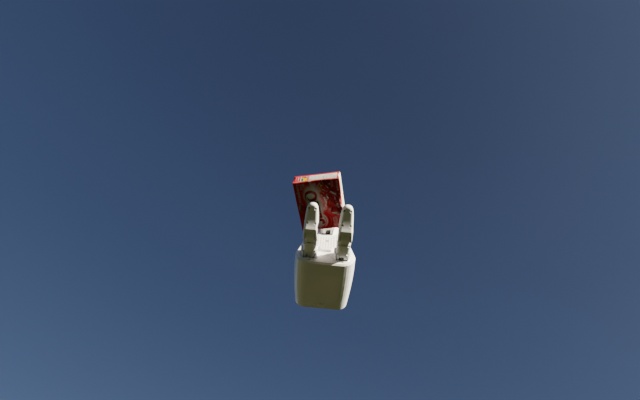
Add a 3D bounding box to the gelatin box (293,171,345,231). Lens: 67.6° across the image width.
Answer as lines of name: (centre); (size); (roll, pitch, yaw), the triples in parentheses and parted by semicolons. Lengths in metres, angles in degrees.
gelatin box: (0.000, 0.002, 0.756); (0.073, 0.089, 0.030); (-6, 27, 8)
